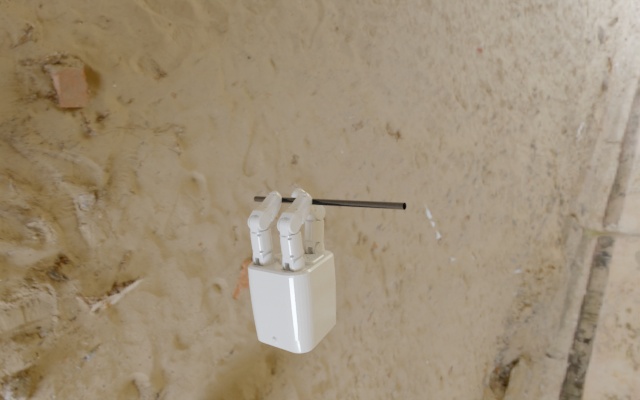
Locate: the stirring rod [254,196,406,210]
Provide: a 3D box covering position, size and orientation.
[{"bbox_3d":[0.000,0.002,0.598,0.239,0.011,0.011,3,2,40],"label":"stirring rod"}]
